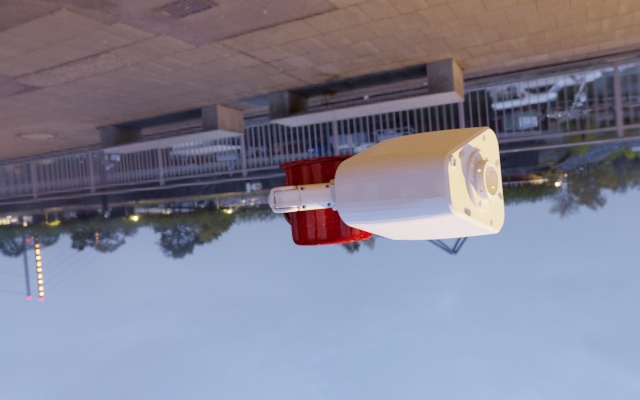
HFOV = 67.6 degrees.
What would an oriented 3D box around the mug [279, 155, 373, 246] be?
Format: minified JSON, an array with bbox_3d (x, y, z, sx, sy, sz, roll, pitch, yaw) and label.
[{"bbox_3d":[-0.001,0.002,0.488,0.117,0.081,0.093,-6,0,43],"label":"mug"}]
